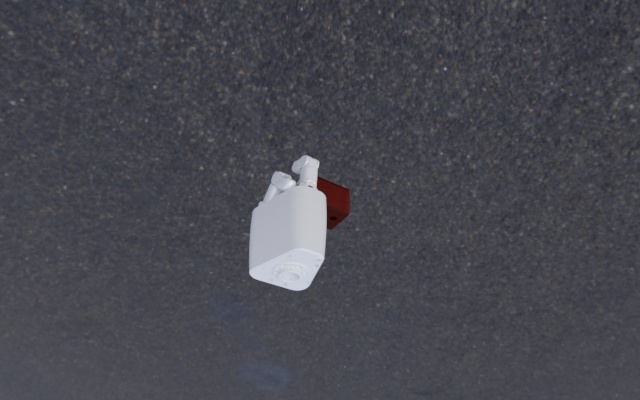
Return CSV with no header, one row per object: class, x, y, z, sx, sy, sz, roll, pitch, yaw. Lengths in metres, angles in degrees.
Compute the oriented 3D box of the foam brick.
foam brick,0.000,0.002,0.739,0.078,0.051,0.053,22,-44,-26
